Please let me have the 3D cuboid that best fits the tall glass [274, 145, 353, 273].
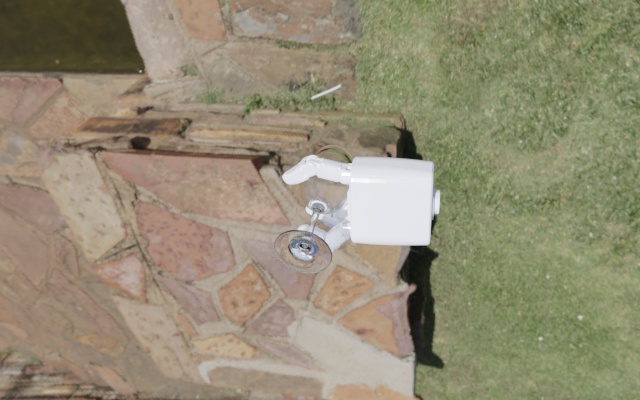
[{"bbox_3d":[0.000,0.003,0.664,0.079,0.079,0.201,0,39,16],"label":"tall glass"}]
